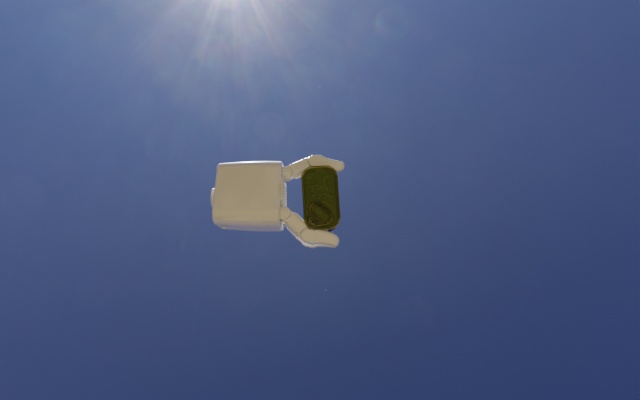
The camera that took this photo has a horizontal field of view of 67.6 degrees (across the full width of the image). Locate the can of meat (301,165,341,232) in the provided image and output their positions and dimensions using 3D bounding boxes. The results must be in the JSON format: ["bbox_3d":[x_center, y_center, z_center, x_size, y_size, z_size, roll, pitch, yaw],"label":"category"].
[{"bbox_3d":[0.000,0.002,0.783,0.057,0.102,0.084,-4,-10,-1],"label":"can of meat"}]
